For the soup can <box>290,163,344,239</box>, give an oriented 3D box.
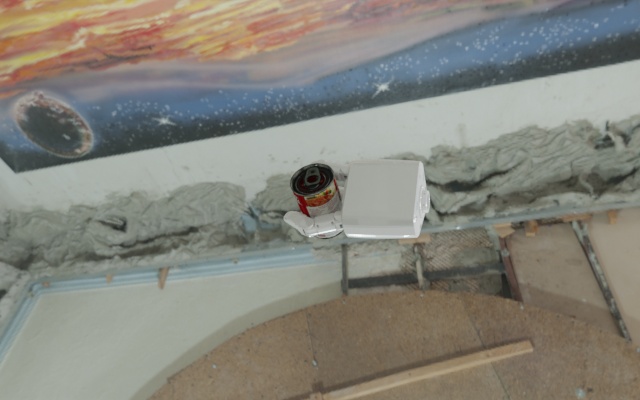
[{"bbox_3d":[0.000,0.003,0.734,0.068,0.068,0.102,0,-43,20],"label":"soup can"}]
